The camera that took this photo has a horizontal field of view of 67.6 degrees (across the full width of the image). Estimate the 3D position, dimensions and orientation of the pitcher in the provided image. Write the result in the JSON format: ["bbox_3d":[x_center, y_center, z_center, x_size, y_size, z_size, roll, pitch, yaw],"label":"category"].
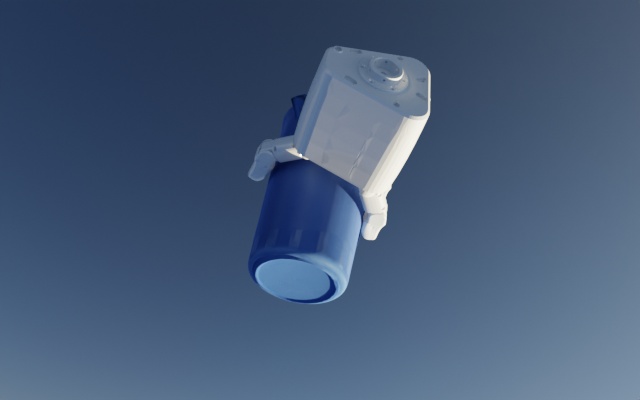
[{"bbox_3d":[0.000,0.002,0.581,0.149,0.242,0.145,19,-40,-7],"label":"pitcher"}]
